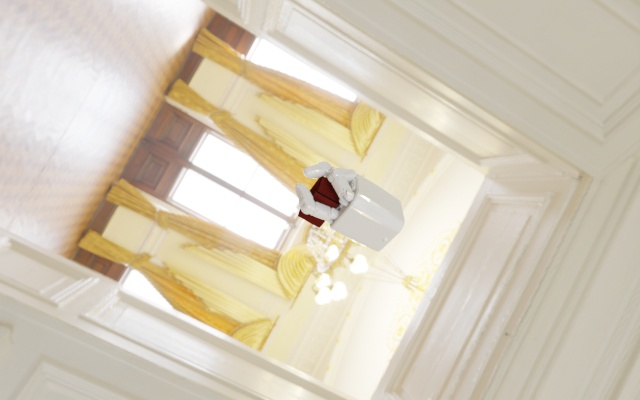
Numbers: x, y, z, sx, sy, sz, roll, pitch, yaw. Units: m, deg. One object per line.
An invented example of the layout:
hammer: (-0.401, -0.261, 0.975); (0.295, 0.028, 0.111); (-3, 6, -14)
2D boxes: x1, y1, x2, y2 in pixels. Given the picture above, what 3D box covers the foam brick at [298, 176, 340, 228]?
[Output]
foam brick: (0.000, 0.003, 0.899); (0.051, 0.053, 0.078); (29, -49, -11)
